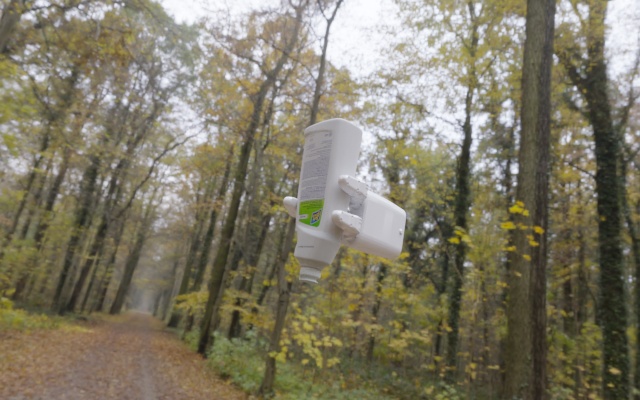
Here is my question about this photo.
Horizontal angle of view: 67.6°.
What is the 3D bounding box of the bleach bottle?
[{"bbox_3d":[0.000,0.002,0.742,0.068,0.250,0.102,23,-20,-35],"label":"bleach bottle"}]
